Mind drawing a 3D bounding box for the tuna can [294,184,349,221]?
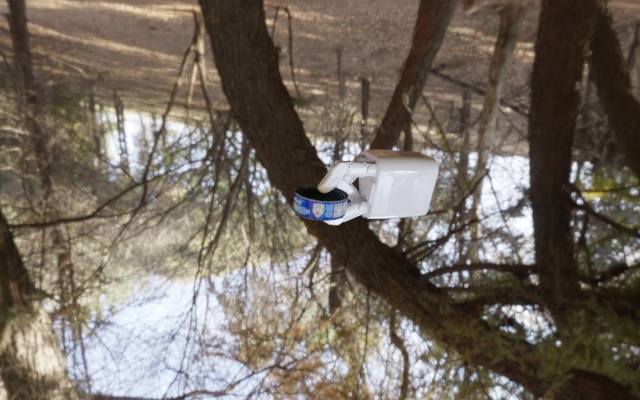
[{"bbox_3d":[0.000,0.003,0.758,0.086,0.034,0.086,6,18,-2],"label":"tuna can"}]
